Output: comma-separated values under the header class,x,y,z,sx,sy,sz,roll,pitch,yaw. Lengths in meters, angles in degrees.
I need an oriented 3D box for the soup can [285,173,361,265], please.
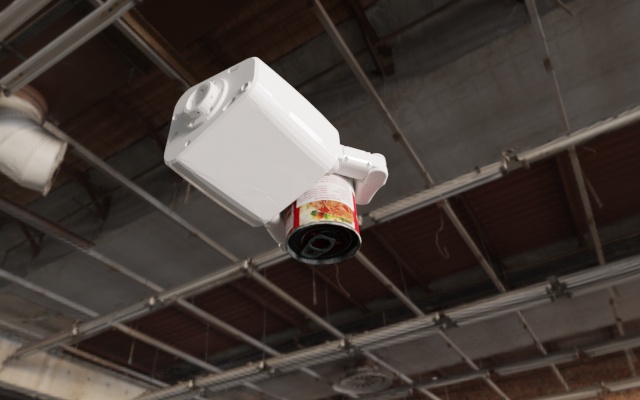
class,x,y,z,sx,sy,sz,roll,pitch,yaw
soup can,0.000,0.001,0.460,0.068,0.102,0.069,-2,-39,-2
